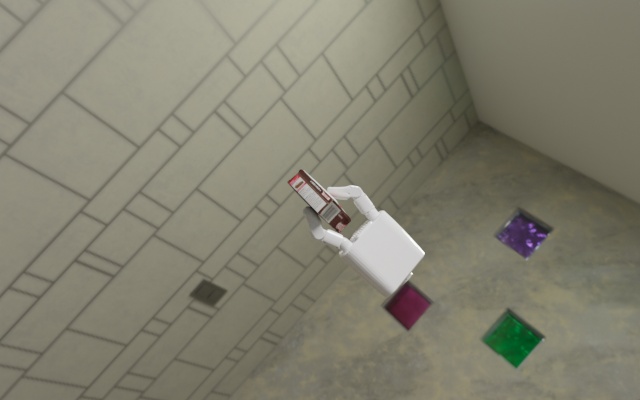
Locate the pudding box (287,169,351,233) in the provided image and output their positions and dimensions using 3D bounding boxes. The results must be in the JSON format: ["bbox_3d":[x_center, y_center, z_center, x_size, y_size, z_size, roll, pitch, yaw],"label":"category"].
[{"bbox_3d":[0.000,0.003,0.838,0.090,0.039,0.113,44,-2,28],"label":"pudding box"}]
